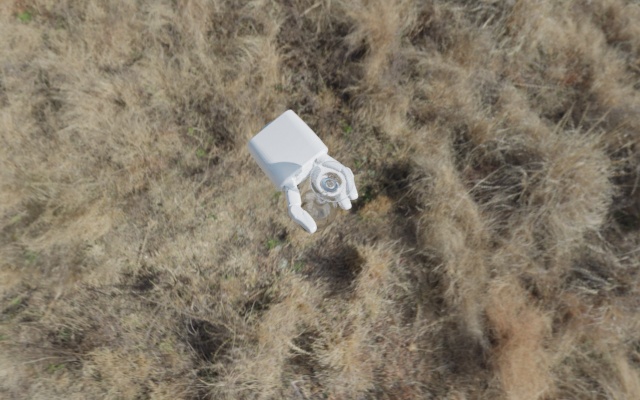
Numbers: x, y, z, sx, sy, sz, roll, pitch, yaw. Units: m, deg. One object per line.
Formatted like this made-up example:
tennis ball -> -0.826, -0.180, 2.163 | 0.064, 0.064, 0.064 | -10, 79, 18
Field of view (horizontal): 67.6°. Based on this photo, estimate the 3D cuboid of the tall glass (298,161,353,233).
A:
tall glass -> 0.000, 0.003, 0.877 | 0.079, 0.079, 0.201 | 0, -21, -11
